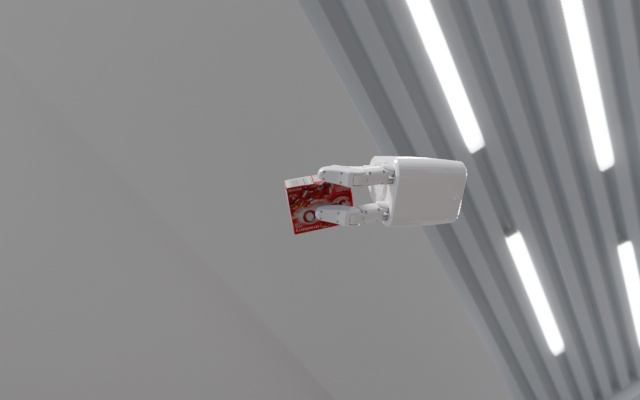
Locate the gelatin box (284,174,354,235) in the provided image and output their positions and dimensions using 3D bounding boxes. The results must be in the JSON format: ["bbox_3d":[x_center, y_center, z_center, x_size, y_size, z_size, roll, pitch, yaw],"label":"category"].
[{"bbox_3d":[0.000,0.002,0.658,0.089,0.073,0.030,-11,28,-5],"label":"gelatin box"}]
